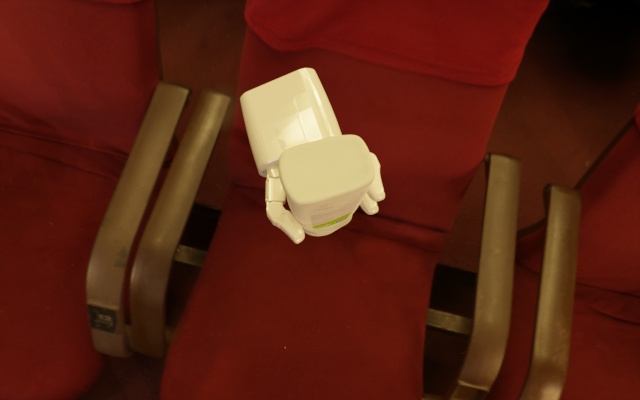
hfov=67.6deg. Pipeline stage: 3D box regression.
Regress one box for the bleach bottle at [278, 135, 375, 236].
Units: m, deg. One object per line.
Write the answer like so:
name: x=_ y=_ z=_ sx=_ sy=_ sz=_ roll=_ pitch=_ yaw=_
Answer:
bleach bottle: x=0.000 y=0.002 z=0.608 sx=0.102 sy=0.068 sz=0.251 roll=-16 pitch=-15 yaw=-9
